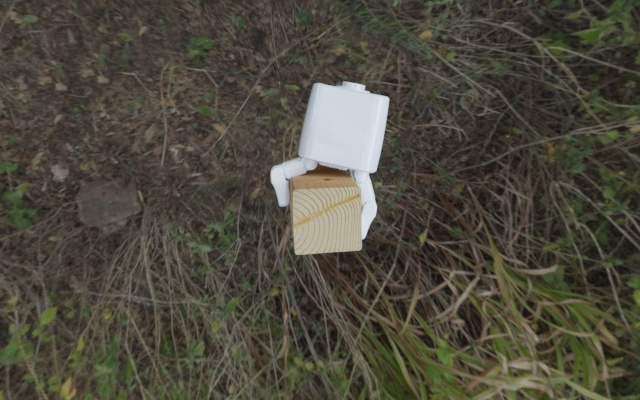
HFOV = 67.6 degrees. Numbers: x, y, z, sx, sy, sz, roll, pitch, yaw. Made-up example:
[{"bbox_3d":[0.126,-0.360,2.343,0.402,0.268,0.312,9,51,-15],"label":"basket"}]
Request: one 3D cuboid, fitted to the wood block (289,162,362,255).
[{"bbox_3d":[0.000,0.002,0.716,0.091,0.090,0.206,-3,14,-4],"label":"wood block"}]
